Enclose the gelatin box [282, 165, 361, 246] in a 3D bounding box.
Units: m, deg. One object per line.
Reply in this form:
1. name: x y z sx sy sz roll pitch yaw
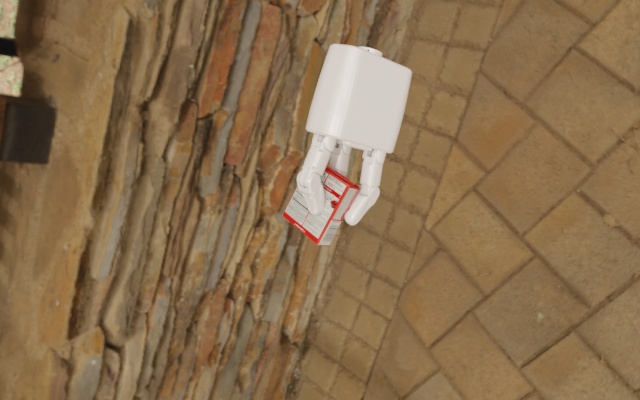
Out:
1. gelatin box: 0.000 0.002 0.612 0.073 0.089 0.030 36 15 35
